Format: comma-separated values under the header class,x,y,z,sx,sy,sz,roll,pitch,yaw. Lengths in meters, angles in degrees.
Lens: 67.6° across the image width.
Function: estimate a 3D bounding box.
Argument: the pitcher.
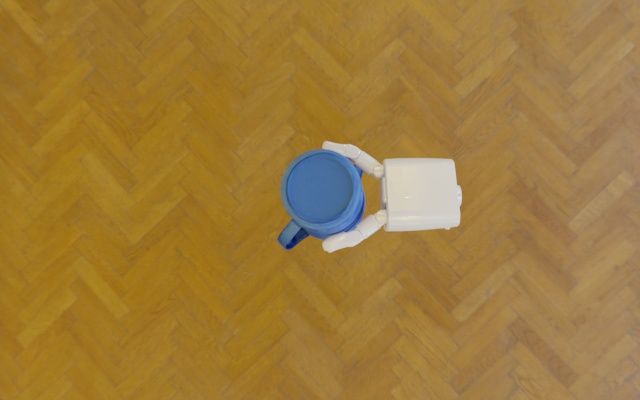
class,x,y,z,sx,sy,sz,roll,pitch,yaw
pitcher,0.000,0.002,0.738,0.145,0.149,0.243,-1,-5,4
